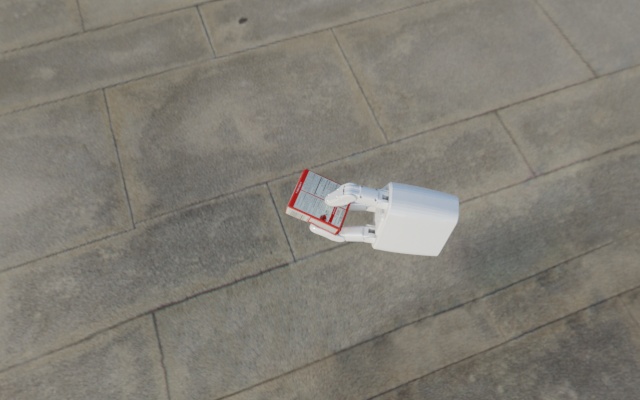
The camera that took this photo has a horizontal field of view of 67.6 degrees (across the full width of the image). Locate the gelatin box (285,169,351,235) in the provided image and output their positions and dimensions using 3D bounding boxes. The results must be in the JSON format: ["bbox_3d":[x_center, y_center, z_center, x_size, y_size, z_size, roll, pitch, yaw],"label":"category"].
[{"bbox_3d":[0.000,0.002,0.738,0.089,0.073,0.030,24,-27,-4],"label":"gelatin box"}]
